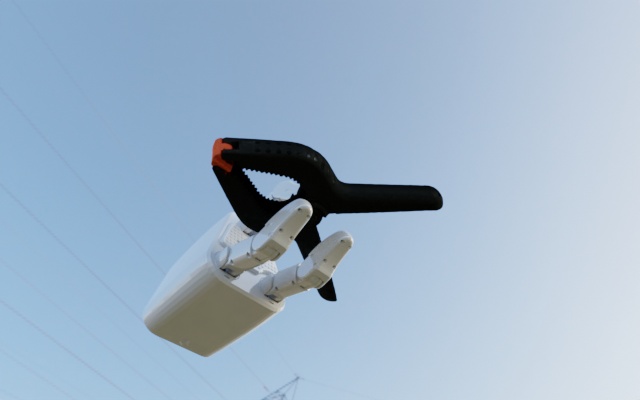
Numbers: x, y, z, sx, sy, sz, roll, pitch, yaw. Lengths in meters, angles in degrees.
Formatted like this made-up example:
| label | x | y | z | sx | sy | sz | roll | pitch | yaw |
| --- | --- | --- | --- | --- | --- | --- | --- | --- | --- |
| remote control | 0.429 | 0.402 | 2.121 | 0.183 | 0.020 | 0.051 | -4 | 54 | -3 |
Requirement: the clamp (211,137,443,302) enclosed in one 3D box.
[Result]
| label | x | y | z | sx | sy | sz | roll | pitch | yaw |
| --- | --- | --- | --- | --- | --- | --- | --- | --- | --- |
| clamp | -0.001 | 0.001 | 0.432 | 0.210 | 0.164 | 0.036 | 39 | 21 | -31 |
